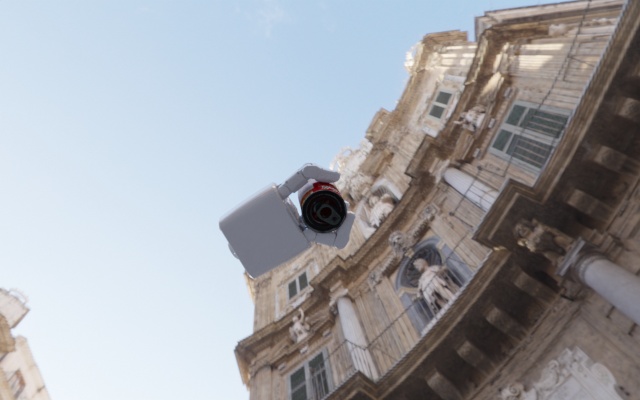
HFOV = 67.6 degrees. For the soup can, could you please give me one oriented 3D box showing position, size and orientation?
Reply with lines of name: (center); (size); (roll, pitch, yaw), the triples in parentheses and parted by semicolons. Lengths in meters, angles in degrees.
soup can: (0.000, 0.002, 0.747); (0.068, 0.068, 0.102); (0, 17, -6)
